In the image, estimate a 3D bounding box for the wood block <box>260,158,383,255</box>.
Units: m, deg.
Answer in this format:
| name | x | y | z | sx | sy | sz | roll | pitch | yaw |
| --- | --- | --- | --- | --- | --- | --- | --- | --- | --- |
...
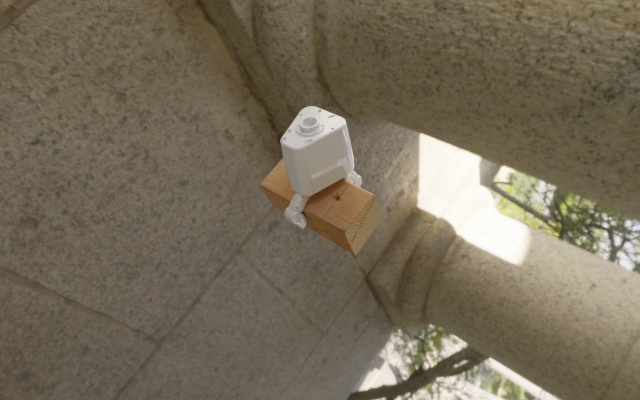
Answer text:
| name | x | y | z | sx | sy | sz | roll | pitch | yaw |
| --- | --- | --- | --- | --- | --- | --- | --- | --- | --- |
| wood block | 0.000 | 0.003 | 0.891 | 0.206 | 0.091 | 0.090 | 28 | -20 | 32 |
